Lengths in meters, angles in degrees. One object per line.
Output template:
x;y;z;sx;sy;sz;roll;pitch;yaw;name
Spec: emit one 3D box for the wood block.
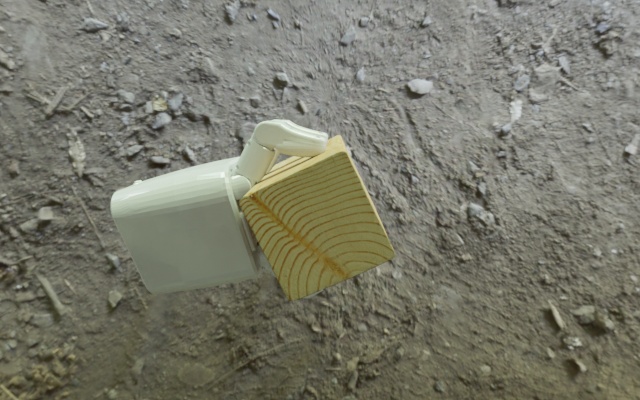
0.000;0.002;0.450;0.090;0.091;0.206;-25;10;6;wood block
